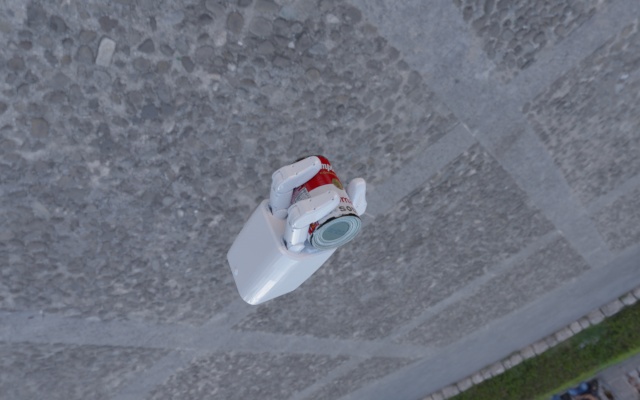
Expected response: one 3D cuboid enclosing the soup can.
[{"bbox_3d":[0.001,0.002,0.589,0.068,0.102,0.069,-18,-35,-13],"label":"soup can"}]
